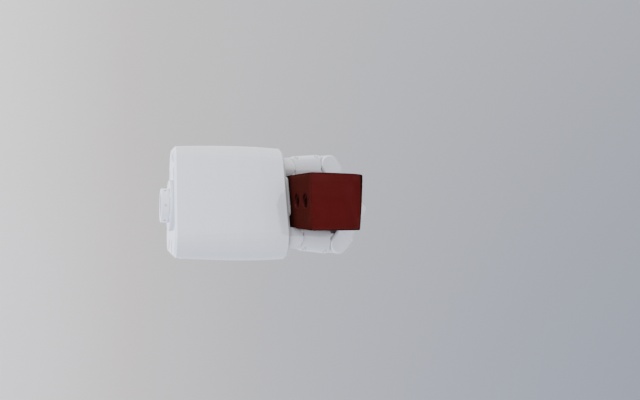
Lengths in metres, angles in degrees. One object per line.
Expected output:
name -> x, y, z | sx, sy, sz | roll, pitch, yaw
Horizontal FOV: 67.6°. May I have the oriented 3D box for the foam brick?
foam brick -> 0.000, 0.001, 0.460 | 0.051, 0.053, 0.078 | 2, -2, -22
